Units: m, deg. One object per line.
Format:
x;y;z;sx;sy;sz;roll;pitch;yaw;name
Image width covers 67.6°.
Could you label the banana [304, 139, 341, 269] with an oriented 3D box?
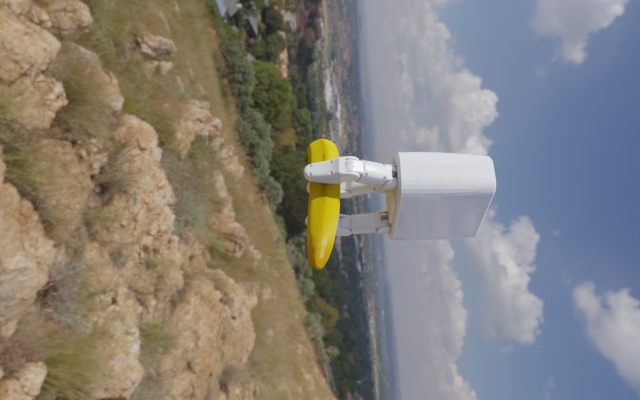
0.003;-0.014;0.557;0.037;0.070;0.197;5;43;-7;banana
